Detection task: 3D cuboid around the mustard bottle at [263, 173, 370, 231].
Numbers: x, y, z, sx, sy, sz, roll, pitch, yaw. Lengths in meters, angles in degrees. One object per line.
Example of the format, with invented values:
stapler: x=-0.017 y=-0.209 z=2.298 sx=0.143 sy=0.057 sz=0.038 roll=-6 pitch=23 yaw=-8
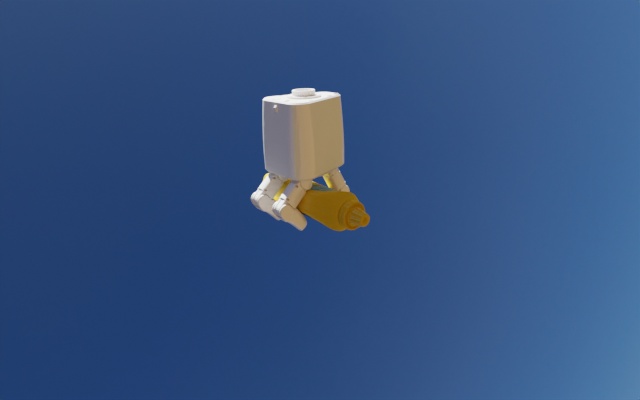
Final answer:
mustard bottle: x=0.000 y=0.003 z=0.709 sx=0.096 sy=0.058 sz=0.191 roll=13 pitch=5 yaw=-43
